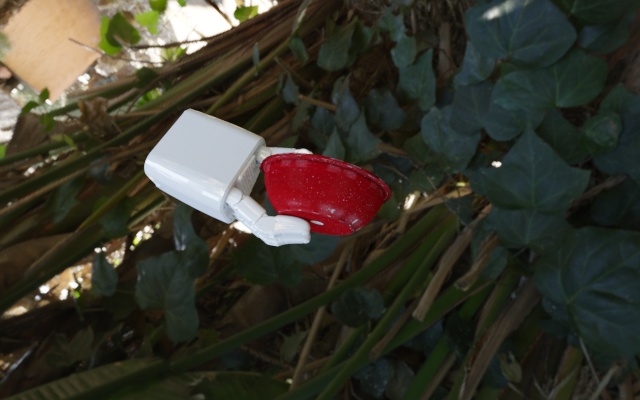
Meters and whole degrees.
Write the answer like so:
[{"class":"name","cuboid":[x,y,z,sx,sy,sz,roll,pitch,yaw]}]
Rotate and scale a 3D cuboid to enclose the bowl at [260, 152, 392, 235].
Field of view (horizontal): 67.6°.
[{"class":"bowl","cuboid":[0.001,0.002,0.567,0.162,0.055,0.162,12,-17,4]}]
